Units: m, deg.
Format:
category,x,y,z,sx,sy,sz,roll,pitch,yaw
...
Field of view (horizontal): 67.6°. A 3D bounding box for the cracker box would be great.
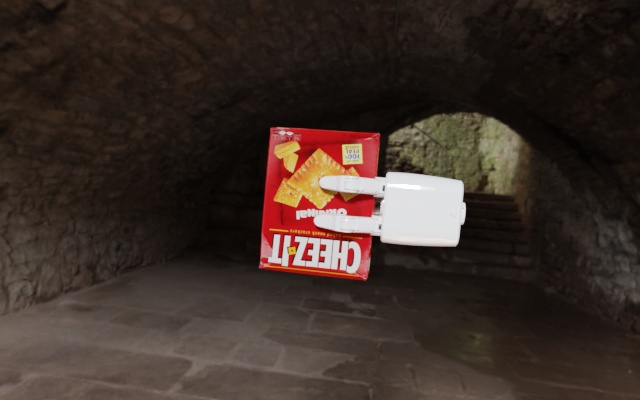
category,x,y,z,sx,sy,sz,roll,pitch,yaw
cracker box,0.000,0.002,0.717,0.164,0.213,0.072,5,1,8
